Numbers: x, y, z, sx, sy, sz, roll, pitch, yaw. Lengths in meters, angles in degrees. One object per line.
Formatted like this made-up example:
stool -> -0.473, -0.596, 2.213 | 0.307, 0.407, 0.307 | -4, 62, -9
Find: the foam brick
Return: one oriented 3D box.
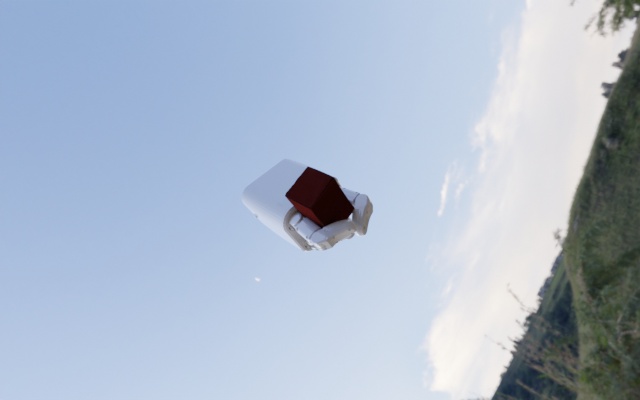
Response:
foam brick -> 0.000, 0.002, 0.635 | 0.051, 0.053, 0.078 | 28, -17, 39
